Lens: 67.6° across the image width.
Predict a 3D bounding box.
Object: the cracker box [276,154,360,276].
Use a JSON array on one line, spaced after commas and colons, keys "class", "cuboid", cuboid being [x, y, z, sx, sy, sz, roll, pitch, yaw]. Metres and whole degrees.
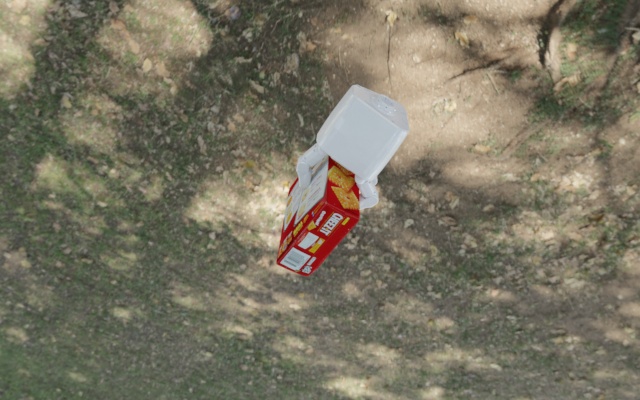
[{"class": "cracker box", "cuboid": [0.000, 0.003, 0.841, 0.072, 0.164, 0.213, 27, 36, -16]}]
